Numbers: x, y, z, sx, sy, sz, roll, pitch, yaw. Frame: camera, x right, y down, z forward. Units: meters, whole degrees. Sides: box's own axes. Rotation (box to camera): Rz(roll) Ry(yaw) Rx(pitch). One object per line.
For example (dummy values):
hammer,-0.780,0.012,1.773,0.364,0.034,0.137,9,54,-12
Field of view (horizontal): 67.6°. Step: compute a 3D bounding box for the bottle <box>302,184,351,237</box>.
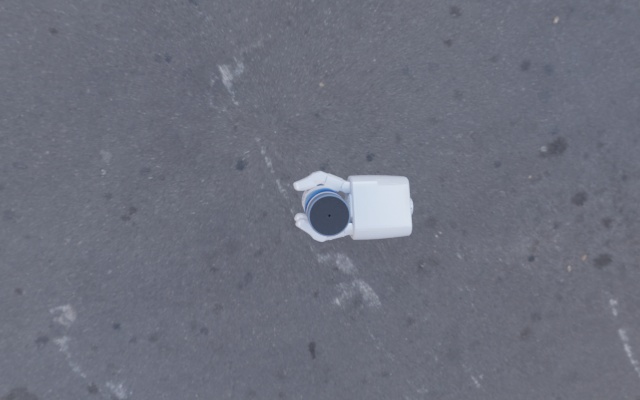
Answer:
bottle,0.000,0.003,0.879,0.069,0.069,0.295,0,8,-5
